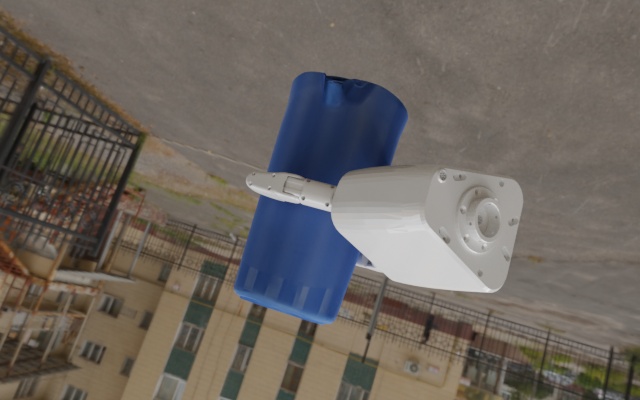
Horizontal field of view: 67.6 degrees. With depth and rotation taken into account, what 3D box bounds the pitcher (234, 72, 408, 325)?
[{"bbox_3d":[0.000,0.002,0.513,0.149,0.242,0.145,26,-15,-32],"label":"pitcher"}]
